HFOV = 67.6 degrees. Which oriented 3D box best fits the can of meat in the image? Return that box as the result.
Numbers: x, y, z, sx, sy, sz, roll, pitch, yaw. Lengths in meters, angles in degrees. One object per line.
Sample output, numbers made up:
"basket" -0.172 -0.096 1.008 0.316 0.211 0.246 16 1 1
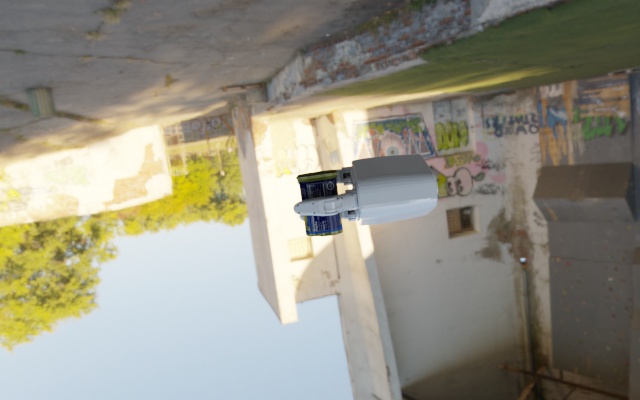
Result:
"can of meat" 0.000 0.003 0.679 0.057 0.084 0.102 -8 6 0
